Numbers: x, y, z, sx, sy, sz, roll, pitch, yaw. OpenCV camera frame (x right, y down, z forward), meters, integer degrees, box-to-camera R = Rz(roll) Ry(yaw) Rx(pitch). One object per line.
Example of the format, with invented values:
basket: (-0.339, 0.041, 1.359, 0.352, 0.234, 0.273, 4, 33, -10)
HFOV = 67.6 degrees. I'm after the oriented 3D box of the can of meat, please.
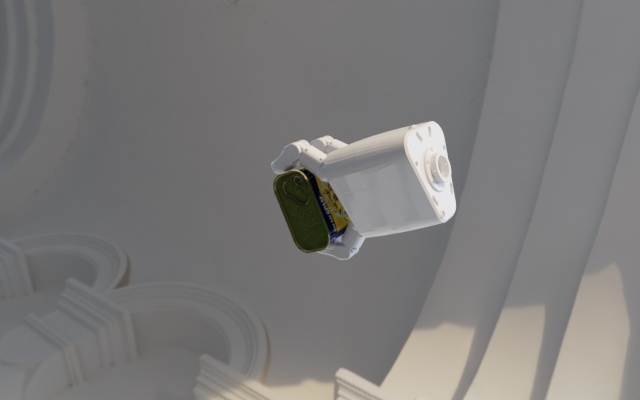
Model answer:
can of meat: (0.000, 0.002, 0.598, 0.057, 0.102, 0.084, -17, 7, 41)
